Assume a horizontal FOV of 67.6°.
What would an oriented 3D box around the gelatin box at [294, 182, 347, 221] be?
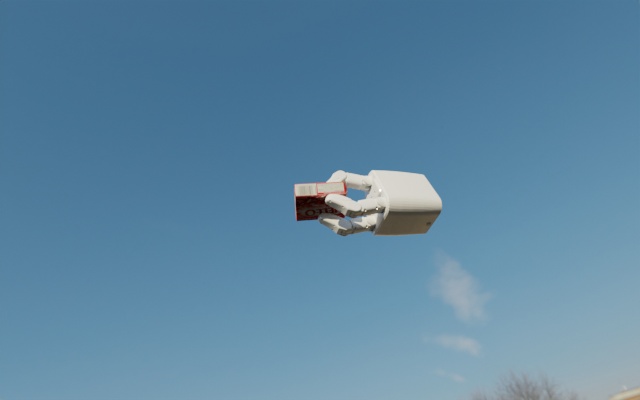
[{"bbox_3d":[0.000,0.002,0.829,0.089,0.030,0.073,-3,-37,-3],"label":"gelatin box"}]
